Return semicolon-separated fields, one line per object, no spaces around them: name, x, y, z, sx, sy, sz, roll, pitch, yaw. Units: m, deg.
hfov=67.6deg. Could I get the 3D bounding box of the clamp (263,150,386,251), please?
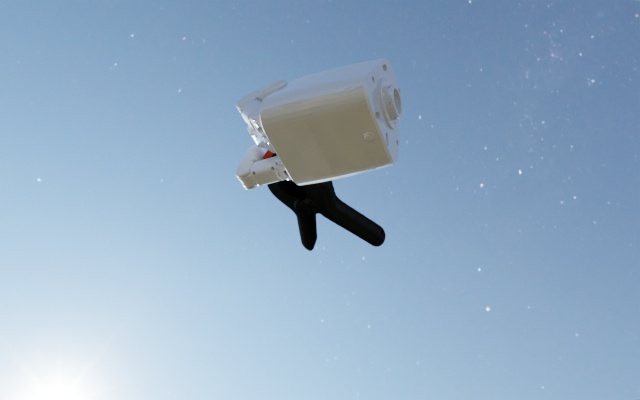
clamp;0.000;0.001;0.549;0.120;0.039;0.172;-6;-44;28
